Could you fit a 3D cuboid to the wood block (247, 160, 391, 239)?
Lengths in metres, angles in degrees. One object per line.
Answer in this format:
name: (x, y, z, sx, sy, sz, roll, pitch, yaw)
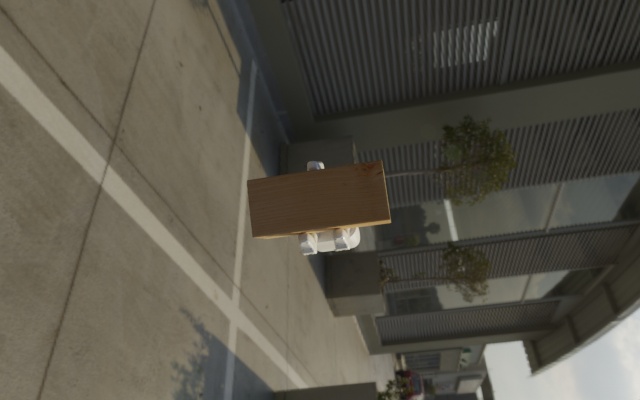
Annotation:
wood block: (0.000, 0.002, 0.744, 0.206, 0.091, 0.090, -8, -7, 8)
